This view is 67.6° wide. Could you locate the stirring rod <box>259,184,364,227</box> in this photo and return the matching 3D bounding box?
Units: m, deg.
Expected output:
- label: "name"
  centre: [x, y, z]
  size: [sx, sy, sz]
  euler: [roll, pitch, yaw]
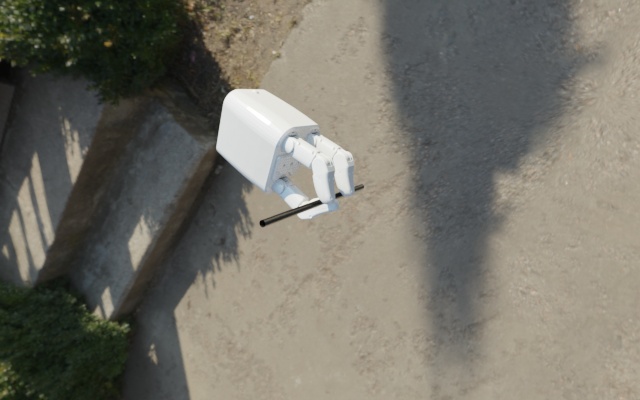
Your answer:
- label: "stirring rod"
  centre: [0.000, 0.002, 0.596]
  size: [0.011, 0.011, 0.239]
  euler: [0, 11, 31]
